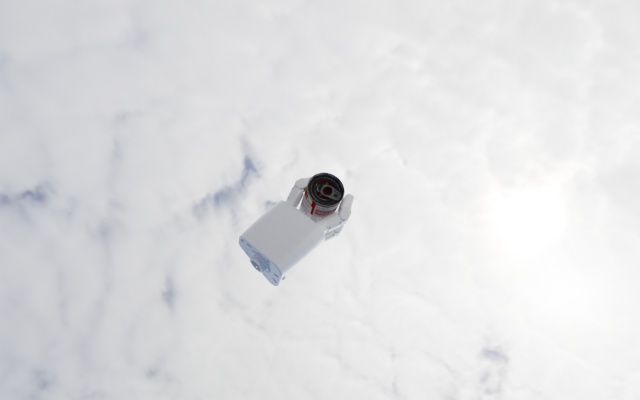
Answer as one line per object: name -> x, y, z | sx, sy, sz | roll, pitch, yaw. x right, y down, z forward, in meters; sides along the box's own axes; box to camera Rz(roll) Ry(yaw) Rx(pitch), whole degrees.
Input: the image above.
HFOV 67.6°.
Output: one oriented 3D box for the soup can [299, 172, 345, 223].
soup can -> 0.000, 0.003, 0.881 | 0.068, 0.068, 0.102 | 0, -27, -12
